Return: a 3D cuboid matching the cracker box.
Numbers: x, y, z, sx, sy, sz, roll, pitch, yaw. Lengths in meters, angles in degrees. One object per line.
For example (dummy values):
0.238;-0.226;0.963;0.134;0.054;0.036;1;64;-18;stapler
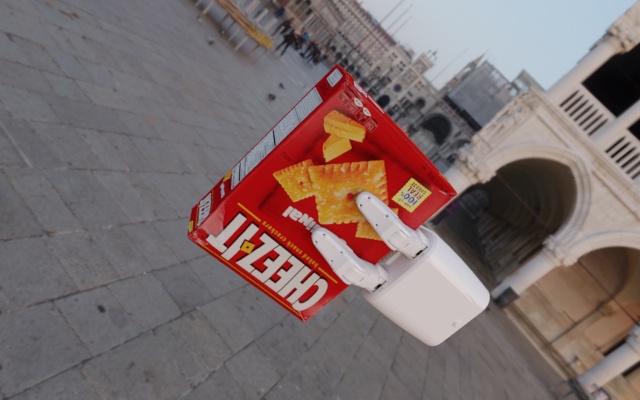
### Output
0.000;0.001;0.481;0.164;0.214;0.072;42;14;-23;cracker box
